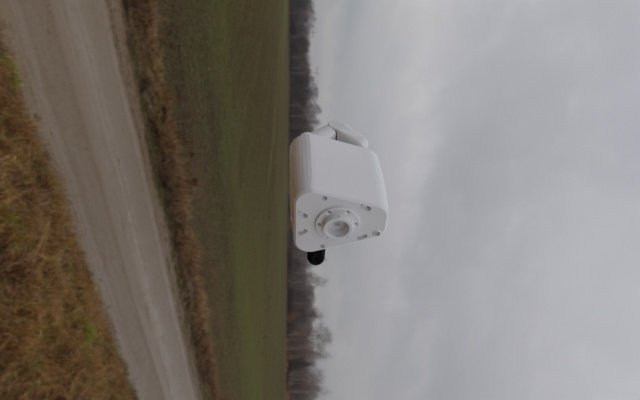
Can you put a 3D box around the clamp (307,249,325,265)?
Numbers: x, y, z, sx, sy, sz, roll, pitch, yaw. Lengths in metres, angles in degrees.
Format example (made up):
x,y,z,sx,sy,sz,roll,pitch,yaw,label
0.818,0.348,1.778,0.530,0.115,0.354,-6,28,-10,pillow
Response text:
x,y,z,sx,sy,sz,roll,pitch,yaw,label
0.001,0.002,0.666,0.039,0.172,0.120,-1,40,-4,clamp
